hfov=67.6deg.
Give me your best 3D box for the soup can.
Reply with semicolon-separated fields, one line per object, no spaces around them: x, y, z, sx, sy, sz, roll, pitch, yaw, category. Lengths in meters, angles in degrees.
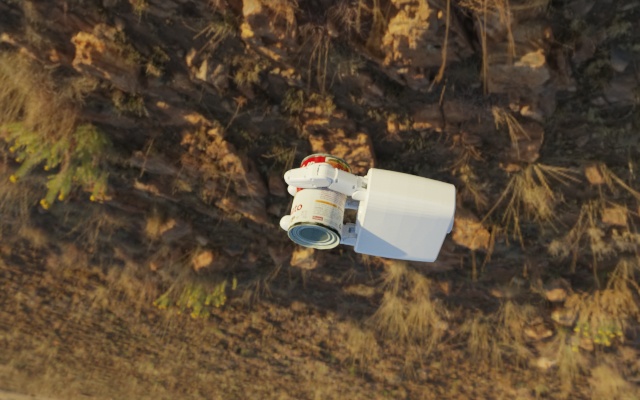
0.000;0.002;0.602;0.068;0.102;0.068;8;-30;5;soup can
